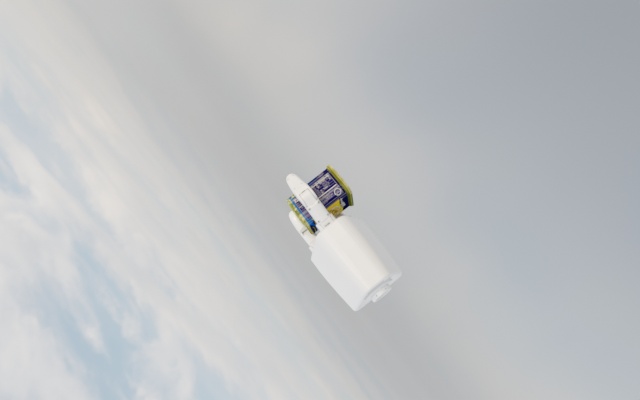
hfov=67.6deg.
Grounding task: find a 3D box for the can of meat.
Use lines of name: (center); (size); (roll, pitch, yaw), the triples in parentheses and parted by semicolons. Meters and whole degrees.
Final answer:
can of meat: (0.000, 0.003, 0.728); (0.084, 0.057, 0.102); (-38, -15, -5)
